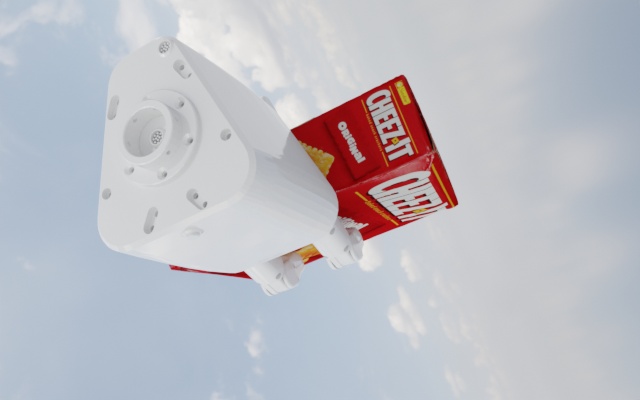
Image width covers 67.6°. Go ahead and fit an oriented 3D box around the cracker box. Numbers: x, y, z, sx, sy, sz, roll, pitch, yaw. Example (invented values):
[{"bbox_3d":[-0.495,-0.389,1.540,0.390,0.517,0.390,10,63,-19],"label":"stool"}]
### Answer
[{"bbox_3d":[0.000,0.001,0.410,0.214,0.072,0.164,-23,-19,15],"label":"cracker box"}]
